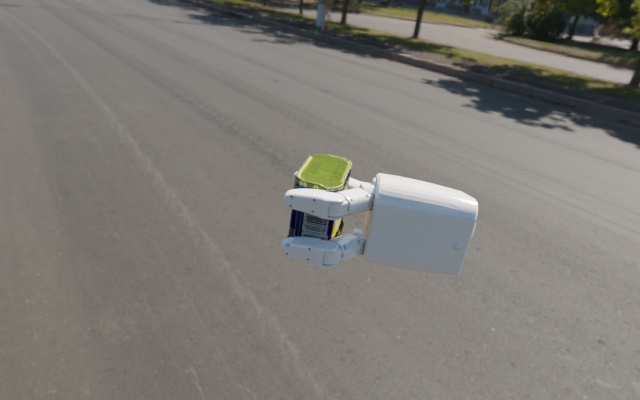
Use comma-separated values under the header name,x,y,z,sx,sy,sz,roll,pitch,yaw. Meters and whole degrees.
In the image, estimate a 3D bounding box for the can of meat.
name,x,y,z,sx,sy,sz,roll,pitch,yaw
can of meat,0.000,0.001,0.540,0.057,0.084,0.102,12,25,7
